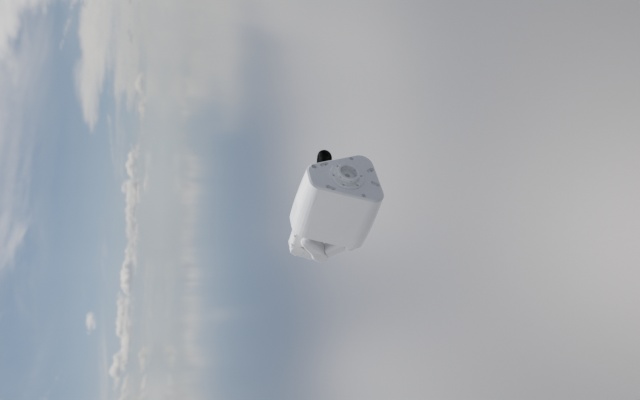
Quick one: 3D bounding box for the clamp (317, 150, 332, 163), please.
[{"bbox_3d":[0.000,0.003,0.800,0.039,0.171,0.120,0,-42,-17],"label":"clamp"}]
